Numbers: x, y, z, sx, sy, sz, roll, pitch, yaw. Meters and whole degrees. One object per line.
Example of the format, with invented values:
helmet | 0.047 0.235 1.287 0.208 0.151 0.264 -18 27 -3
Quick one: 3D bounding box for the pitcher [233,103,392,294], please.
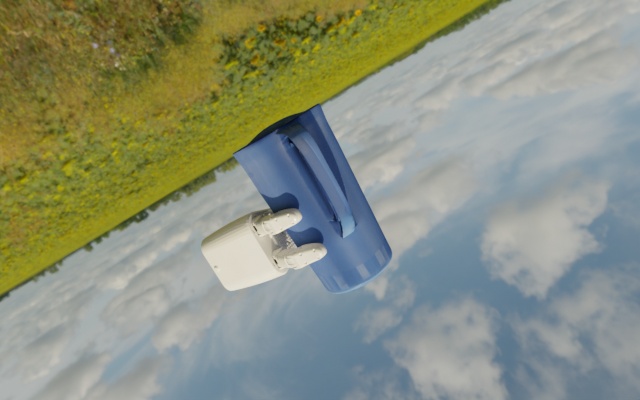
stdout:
pitcher | 0.000 0.002 0.642 0.145 0.243 0.149 -24 12 31
